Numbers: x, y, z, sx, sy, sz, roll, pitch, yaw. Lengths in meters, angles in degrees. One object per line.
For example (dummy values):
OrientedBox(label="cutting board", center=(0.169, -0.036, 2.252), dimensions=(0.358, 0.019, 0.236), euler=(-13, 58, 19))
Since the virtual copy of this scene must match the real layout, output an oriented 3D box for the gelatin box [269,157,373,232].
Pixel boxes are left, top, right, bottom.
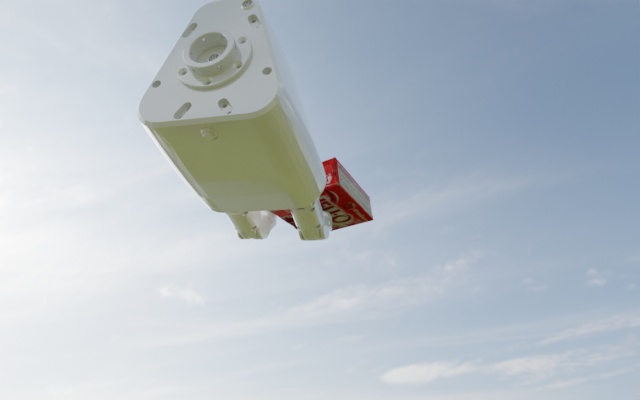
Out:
OrientedBox(label="gelatin box", center=(0.000, 0.001, 0.451), dimensions=(0.073, 0.030, 0.089), euler=(-17, -29, 20))
